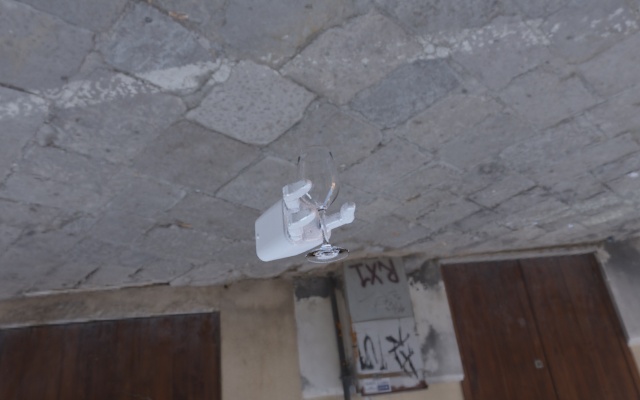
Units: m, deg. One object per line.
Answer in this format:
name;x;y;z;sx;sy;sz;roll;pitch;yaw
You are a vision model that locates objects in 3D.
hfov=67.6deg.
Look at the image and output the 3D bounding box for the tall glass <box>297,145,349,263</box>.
tall glass;0.000;0.003;0.841;0.079;0.201;0.079;-6;-25;-3
